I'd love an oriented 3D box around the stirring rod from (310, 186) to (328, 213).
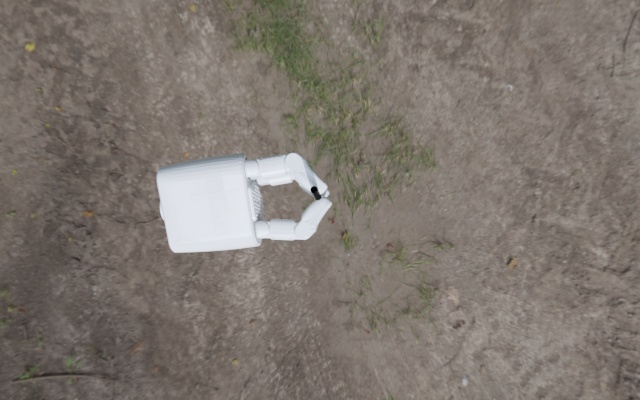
[{"bbox_3d":[0.000,0.002,0.629,0.011,0.011,0.239,0,-6,3],"label":"stirring rod"}]
